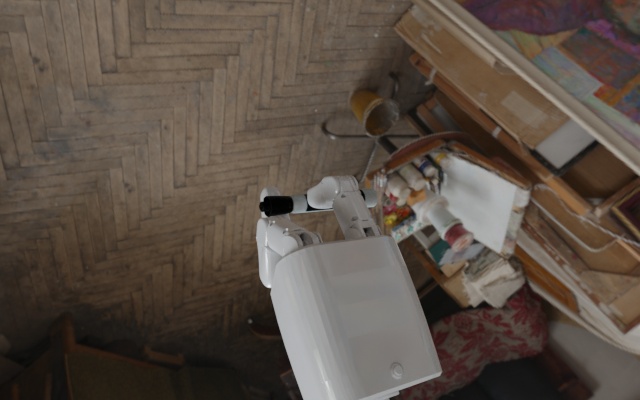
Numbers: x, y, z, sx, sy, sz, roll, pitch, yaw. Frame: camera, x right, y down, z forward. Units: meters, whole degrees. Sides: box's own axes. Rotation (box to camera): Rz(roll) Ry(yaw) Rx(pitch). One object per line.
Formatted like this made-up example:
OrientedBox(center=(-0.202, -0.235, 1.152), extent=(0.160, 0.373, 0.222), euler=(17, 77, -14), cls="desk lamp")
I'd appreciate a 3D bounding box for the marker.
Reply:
OrientedBox(center=(0.000, 0.001, 0.448), extent=(0.121, 0.020, 0.020), euler=(-5, 2, -30), cls="marker")
